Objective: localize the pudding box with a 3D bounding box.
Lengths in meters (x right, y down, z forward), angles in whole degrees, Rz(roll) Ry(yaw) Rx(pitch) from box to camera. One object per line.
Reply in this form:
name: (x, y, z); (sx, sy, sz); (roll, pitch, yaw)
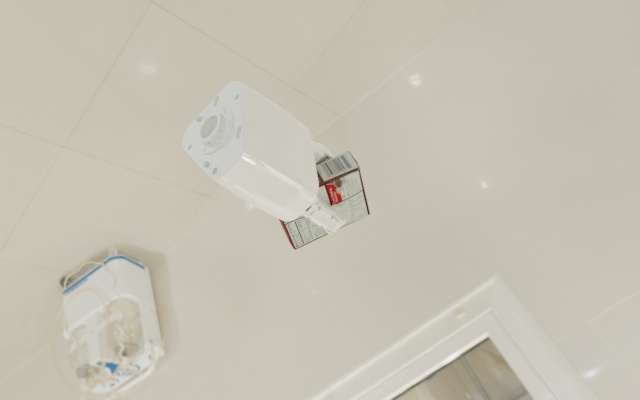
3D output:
pudding box: (0.000, 0.002, 0.593); (0.113, 0.039, 0.090); (-23, -42, -5)
